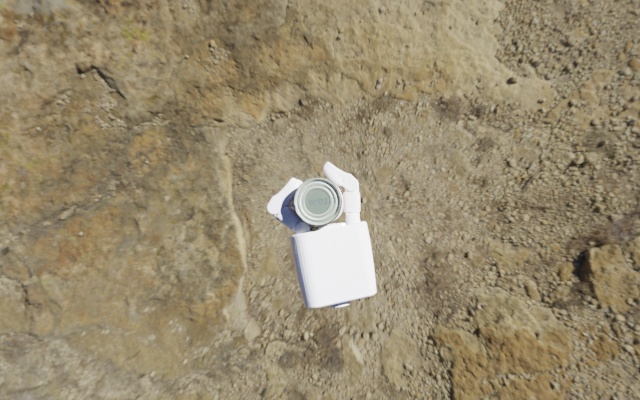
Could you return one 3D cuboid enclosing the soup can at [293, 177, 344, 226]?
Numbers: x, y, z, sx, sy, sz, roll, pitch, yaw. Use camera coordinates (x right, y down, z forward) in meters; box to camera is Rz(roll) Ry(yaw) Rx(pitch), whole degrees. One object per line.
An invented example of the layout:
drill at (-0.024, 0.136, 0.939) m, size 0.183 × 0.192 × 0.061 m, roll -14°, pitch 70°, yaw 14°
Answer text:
soup can at (0.000, 0.002, 0.690) m, size 0.068 × 0.068 × 0.102 m, roll 0°, pitch 0°, yaw 5°
